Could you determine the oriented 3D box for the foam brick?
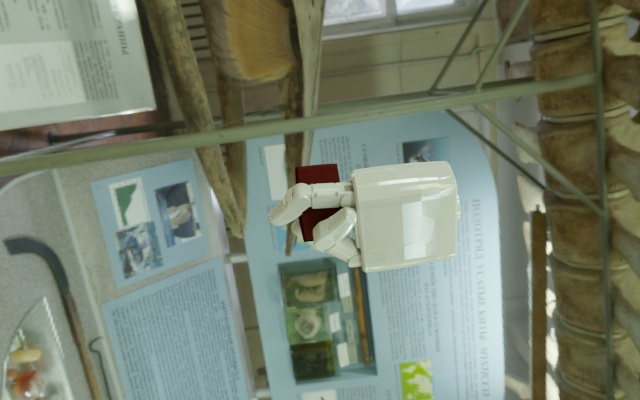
[{"bbox_3d":[0.000,0.002,0.561,0.051,0.078,0.053,-8,-44,1],"label":"foam brick"}]
